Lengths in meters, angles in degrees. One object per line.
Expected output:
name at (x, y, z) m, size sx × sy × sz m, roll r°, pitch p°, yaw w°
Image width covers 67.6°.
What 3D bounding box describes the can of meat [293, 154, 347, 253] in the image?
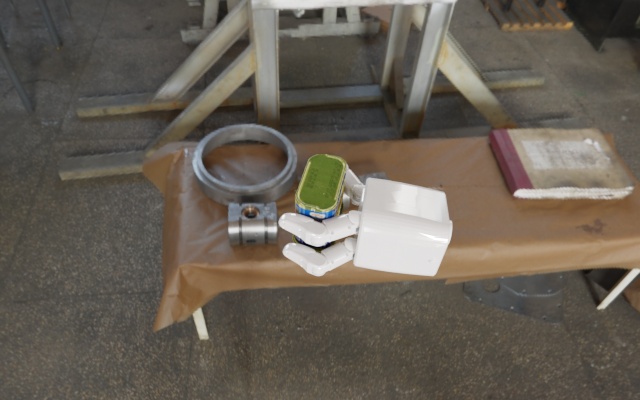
can of meat at (0.000, 0.002, 0.620) m, size 0.057 × 0.102 × 0.084 m, roll 11°, pitch -42°, yaw 6°
